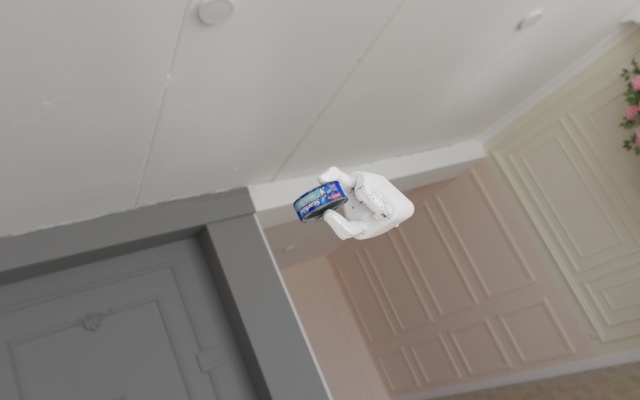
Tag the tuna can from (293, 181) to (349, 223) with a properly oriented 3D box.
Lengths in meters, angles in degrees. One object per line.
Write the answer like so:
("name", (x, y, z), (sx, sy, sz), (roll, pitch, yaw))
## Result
("tuna can", (0.000, 0.002, 0.764), (0.086, 0.033, 0.086), (-26, -10, -5))
